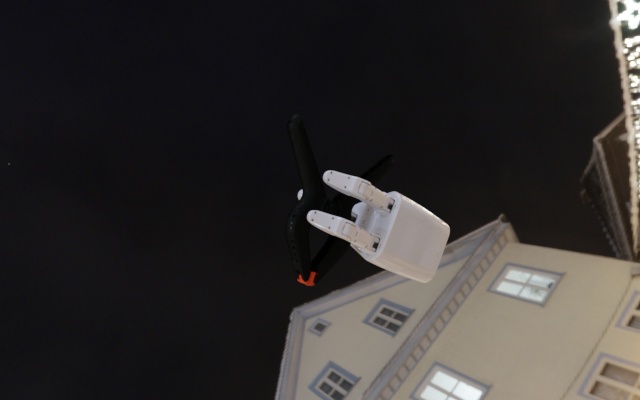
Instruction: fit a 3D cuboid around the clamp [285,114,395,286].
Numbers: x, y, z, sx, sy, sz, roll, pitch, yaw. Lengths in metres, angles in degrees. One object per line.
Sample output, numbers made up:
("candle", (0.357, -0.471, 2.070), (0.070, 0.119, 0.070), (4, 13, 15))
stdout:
("clamp", (0.000, 0.003, 0.620), (0.164, 0.210, 0.036), (26, -10, -24))
